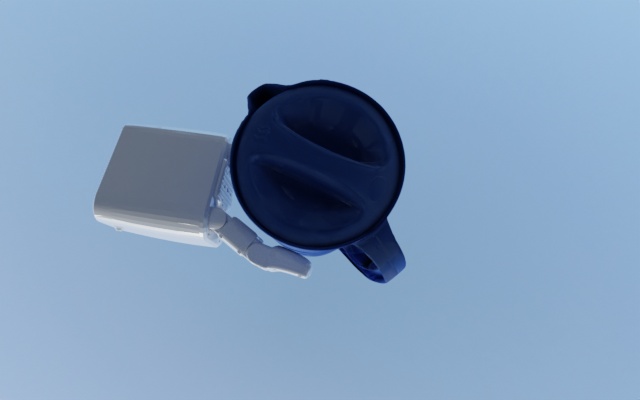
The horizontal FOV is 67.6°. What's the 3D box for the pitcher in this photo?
[{"bbox_3d":[0.000,0.001,0.468,0.145,0.149,0.243,6,-11,-1],"label":"pitcher"}]
